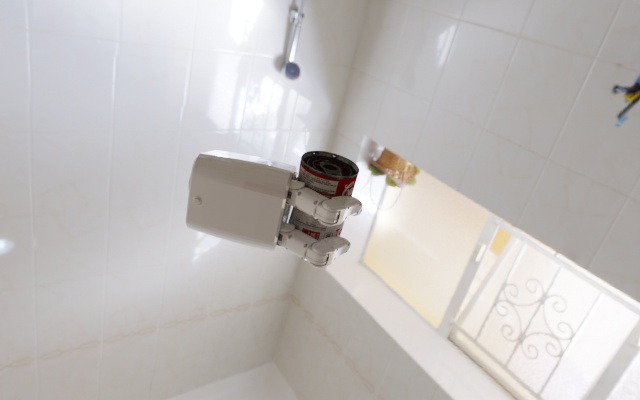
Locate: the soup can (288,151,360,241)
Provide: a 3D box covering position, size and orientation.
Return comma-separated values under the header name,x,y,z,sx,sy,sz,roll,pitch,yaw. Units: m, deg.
name,x,y,z,sx,sy,sz,roll,pitch,yaw
soup can,0.001,0.002,0.561,0.068,0.102,0.068,12,26,-6
